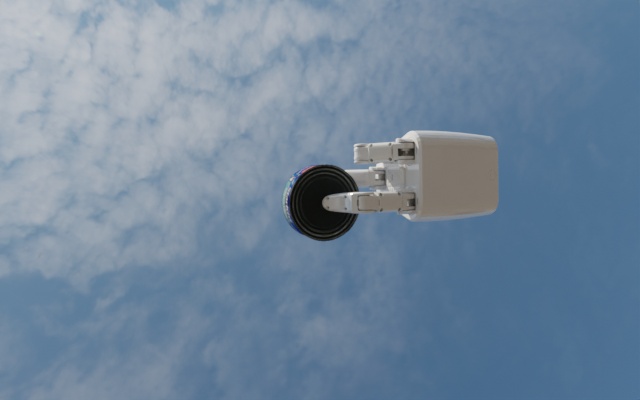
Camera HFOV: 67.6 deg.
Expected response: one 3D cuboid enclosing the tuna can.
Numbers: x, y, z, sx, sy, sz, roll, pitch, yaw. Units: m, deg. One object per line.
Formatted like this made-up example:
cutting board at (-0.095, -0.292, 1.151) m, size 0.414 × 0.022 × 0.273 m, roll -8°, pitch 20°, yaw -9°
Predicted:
tuna can at (0.000, 0.002, 0.544) m, size 0.086 × 0.086 × 0.034 m, roll 0°, pitch 4°, yaw -22°
